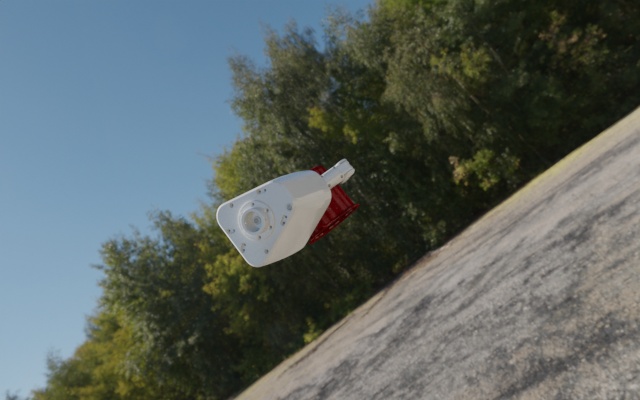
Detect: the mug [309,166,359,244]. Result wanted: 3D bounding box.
[{"bbox_3d":[0.001,0.002,0.710,0.093,0.081,0.117,-42,-9,22],"label":"mug"}]
